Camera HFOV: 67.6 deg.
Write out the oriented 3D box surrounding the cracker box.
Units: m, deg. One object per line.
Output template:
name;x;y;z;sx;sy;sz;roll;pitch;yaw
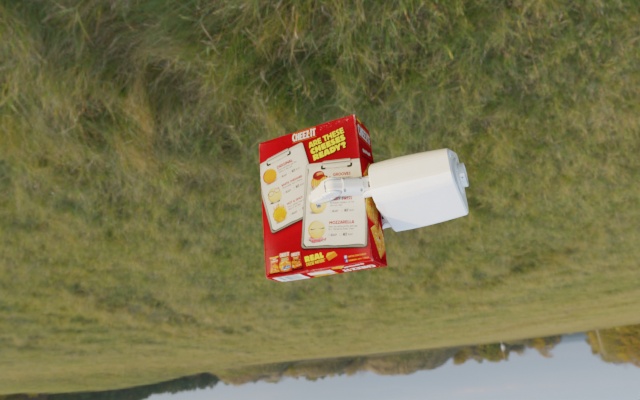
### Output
cracker box;0.000;0.002;0.702;0.164;0.213;0.072;-13;-20;22
